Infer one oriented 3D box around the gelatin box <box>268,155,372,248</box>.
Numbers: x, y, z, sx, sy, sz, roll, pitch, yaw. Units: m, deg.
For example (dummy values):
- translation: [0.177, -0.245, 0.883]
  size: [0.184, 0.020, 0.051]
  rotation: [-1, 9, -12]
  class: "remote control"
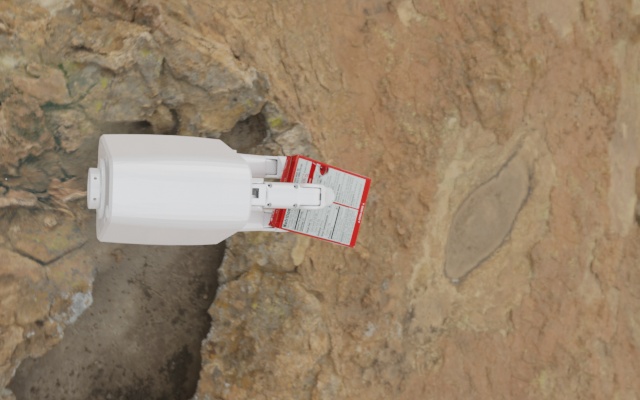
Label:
- translation: [0.001, 0.002, 0.474]
  size: [0.089, 0.073, 0.030]
  rotation: [16, -5, -25]
  class: "gelatin box"
